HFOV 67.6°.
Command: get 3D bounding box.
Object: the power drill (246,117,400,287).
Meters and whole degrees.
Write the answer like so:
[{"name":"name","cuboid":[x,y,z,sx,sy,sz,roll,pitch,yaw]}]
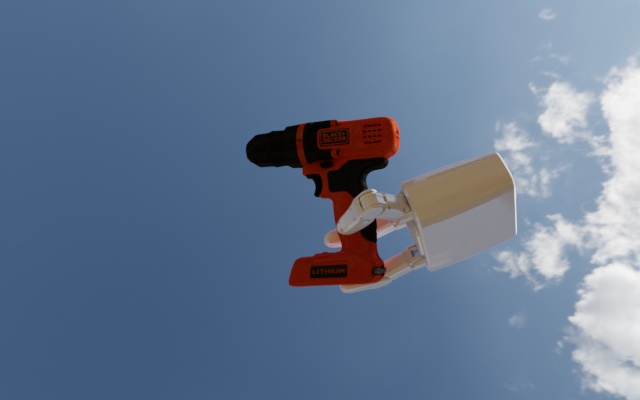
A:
[{"name":"power drill","cuboid":[0.000,0.002,0.541,0.184,0.187,0.057,-5,-6,21]}]
